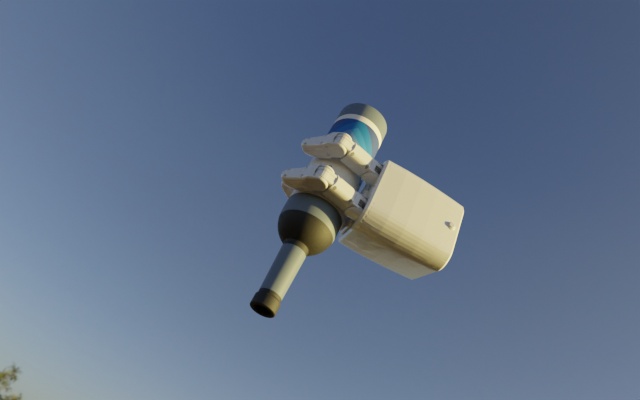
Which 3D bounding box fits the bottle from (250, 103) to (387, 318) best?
[{"bbox_3d":[0.000,0.002,0.546,0.069,0.295,0.069,18,-38,14],"label":"bottle"}]
